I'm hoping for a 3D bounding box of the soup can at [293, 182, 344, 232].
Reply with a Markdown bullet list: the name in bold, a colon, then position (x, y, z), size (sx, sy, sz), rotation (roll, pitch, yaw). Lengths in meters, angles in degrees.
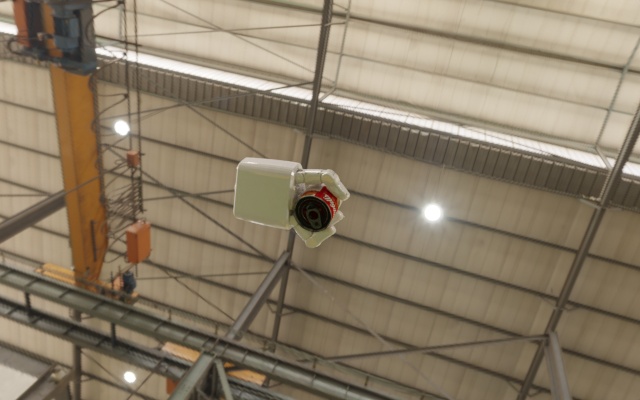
- **soup can**: position (0.001, 0.003, 0.844), size (0.068, 0.068, 0.102), rotation (0, 24, 18)
